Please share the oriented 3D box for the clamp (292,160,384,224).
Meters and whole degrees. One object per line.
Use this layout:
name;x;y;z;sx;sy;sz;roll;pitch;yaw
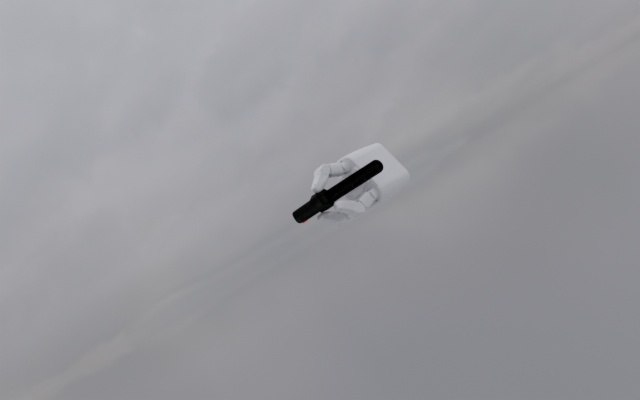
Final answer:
clamp;0.000;0.002;0.852;0.164;0.036;0.210;-29;-3;-41
